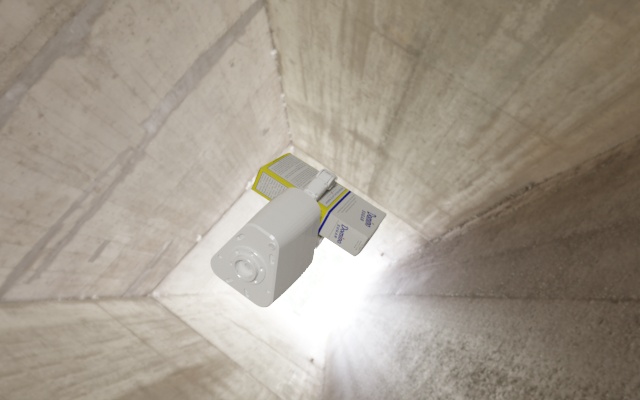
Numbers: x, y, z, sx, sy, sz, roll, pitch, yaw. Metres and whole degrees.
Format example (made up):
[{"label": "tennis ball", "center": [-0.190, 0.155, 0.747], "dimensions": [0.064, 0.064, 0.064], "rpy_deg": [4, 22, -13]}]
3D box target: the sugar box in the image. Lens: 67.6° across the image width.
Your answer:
[{"label": "sugar box", "center": [0.000, 0.003, 0.679], "dimensions": [0.176, 0.048, 0.093], "rpy_deg": [35, 30, 8]}]
